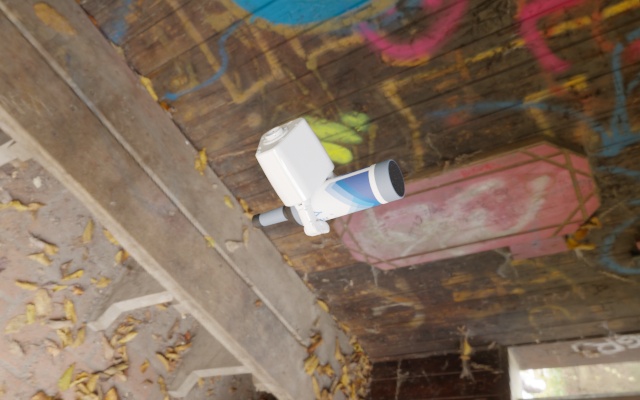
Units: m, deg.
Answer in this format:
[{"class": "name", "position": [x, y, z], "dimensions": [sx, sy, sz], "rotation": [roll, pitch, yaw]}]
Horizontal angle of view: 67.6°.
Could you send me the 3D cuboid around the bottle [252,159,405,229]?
[{"class": "bottle", "position": [0.000, 0.003, 0.844], "dimensions": [0.296, 0.069, 0.069], "rotation": [-17, -9, 29]}]
